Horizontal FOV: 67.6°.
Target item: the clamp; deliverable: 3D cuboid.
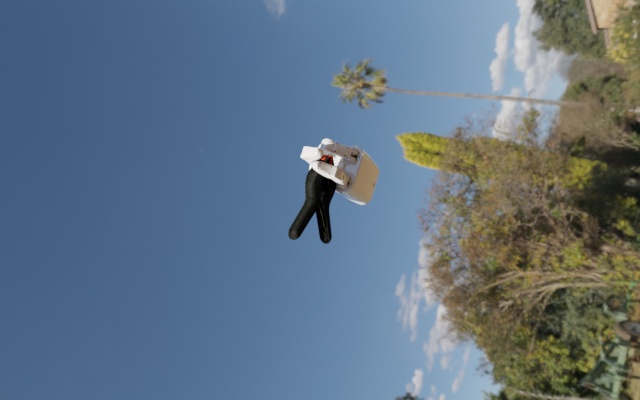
[{"bbox_3d":[0.000,0.003,0.899,0.039,0.171,0.120,14,-9,30],"label":"clamp"}]
